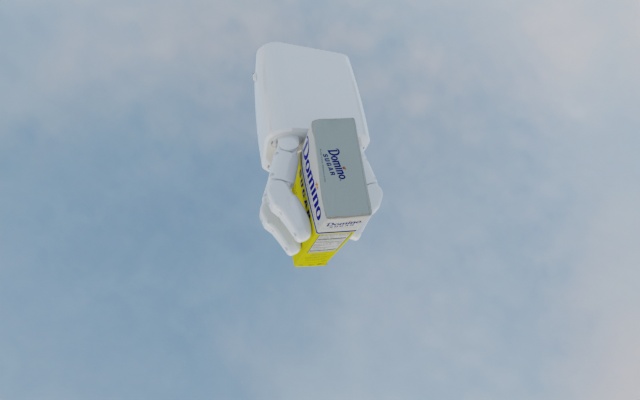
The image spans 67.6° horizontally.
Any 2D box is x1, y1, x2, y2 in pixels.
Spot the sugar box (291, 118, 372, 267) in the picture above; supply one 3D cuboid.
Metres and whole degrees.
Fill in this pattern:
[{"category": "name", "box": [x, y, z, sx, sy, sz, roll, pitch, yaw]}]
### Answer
[{"category": "sugar box", "box": [-0.001, 0.001, 0.473, 0.048, 0.093, 0.176, -5, -20, -11]}]
